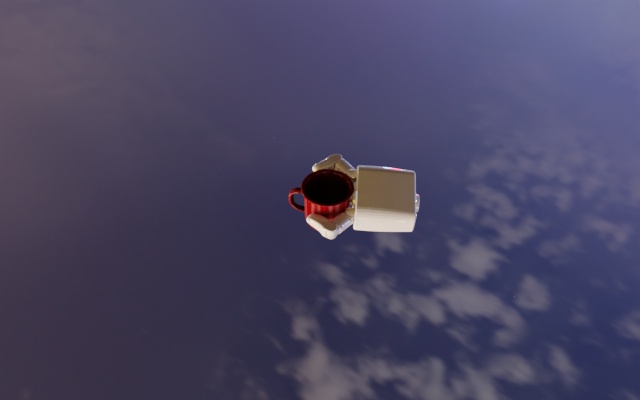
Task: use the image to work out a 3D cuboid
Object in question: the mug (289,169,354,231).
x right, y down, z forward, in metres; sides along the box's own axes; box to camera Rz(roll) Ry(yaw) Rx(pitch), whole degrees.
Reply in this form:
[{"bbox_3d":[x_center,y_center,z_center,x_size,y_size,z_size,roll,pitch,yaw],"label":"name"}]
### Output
[{"bbox_3d":[-0.001,0.003,0.867,0.117,0.093,0.082,4,-43,3],"label":"mug"}]
